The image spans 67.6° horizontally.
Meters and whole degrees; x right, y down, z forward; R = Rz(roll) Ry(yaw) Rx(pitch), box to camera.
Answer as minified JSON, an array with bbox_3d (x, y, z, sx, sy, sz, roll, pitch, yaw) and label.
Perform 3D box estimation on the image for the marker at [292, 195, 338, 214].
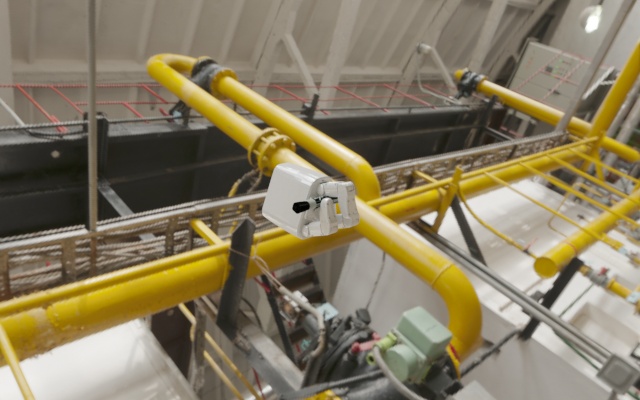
[{"bbox_3d":[0.000,0.003,0.795,0.121,0.020,0.020,-14,10,-44],"label":"marker"}]
